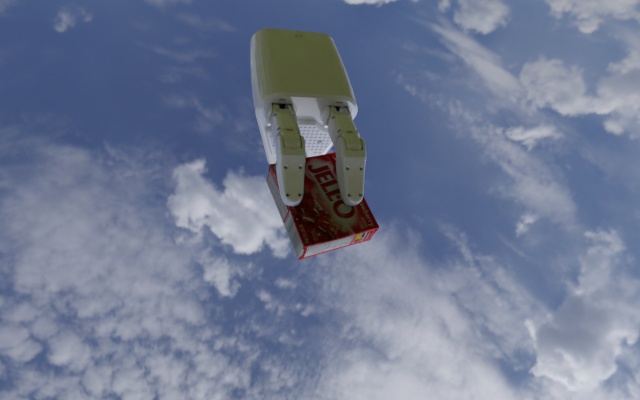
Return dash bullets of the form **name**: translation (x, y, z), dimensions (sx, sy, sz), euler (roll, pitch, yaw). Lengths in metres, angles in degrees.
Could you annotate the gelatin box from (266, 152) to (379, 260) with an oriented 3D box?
- **gelatin box**: translation (0.000, 0.002, 0.431), dimensions (0.073, 0.089, 0.030), euler (-13, -27, -23)
